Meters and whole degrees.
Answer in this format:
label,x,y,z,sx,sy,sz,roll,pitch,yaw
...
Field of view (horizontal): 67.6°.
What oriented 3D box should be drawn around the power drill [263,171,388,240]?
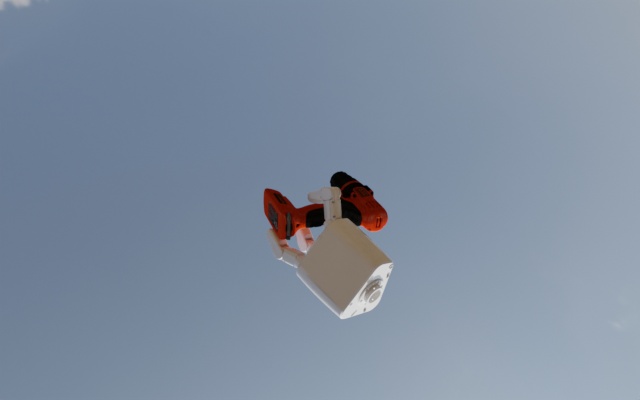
label,x,y,z,sx,sy,sz,roll,pitch,yaw
power drill,0.000,0.003,0.828,0.187,0.057,0.184,-9,28,-19
